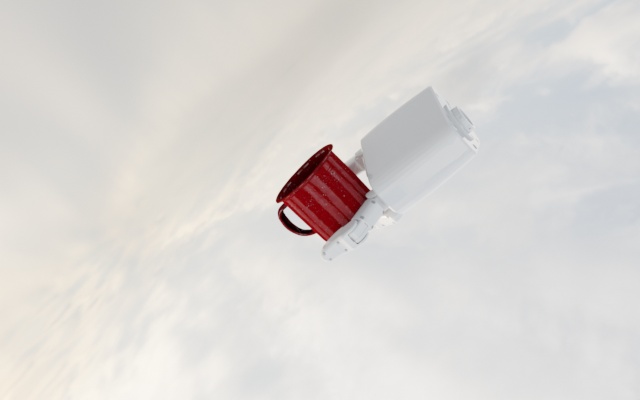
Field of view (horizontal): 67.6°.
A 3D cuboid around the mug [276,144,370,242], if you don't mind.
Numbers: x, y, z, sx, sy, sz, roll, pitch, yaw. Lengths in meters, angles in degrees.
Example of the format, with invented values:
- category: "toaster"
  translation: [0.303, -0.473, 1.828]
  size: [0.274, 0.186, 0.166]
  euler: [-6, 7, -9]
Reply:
- category: "mug"
  translation: [-0.001, 0.003, 0.563]
  size: [0.117, 0.081, 0.093]
  euler: [-40, 15, 26]
